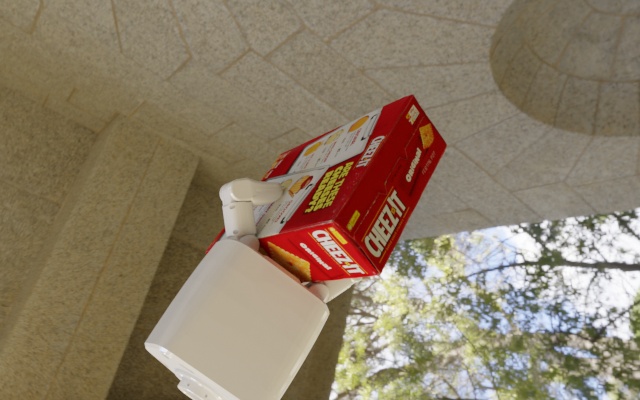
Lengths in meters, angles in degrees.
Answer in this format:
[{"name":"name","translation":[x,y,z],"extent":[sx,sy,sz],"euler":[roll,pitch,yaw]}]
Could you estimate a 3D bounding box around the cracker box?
[{"name":"cracker box","translation":[0.000,0.001,0.475],"extent":[0.072,0.164,0.214],"euler":[48,-36,-21]}]
